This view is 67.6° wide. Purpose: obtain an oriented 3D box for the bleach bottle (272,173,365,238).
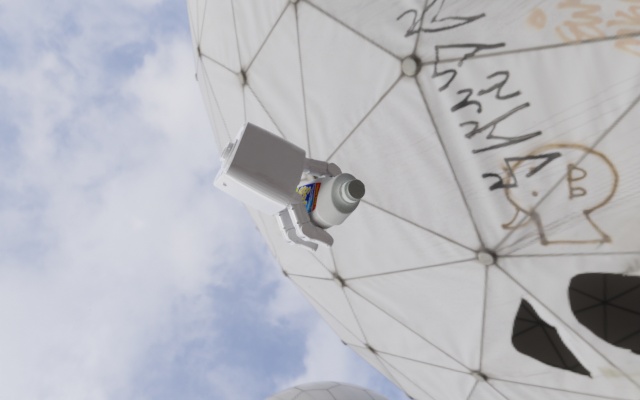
[{"bbox_3d":[0.000,0.003,0.769,0.068,0.102,0.251,28,-22,-17],"label":"bleach bottle"}]
